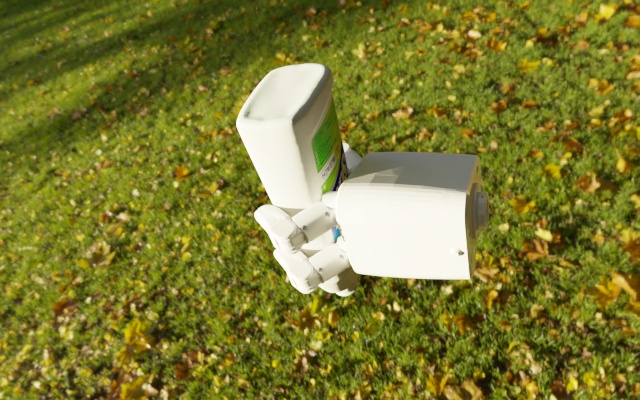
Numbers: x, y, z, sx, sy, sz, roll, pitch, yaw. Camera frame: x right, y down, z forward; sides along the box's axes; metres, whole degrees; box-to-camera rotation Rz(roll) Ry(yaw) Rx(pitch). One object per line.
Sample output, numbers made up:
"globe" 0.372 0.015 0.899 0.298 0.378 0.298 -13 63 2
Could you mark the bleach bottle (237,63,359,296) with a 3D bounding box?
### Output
"bleach bottle" 0.000 0.002 0.475 0.068 0.251 0.102 2 44 23
